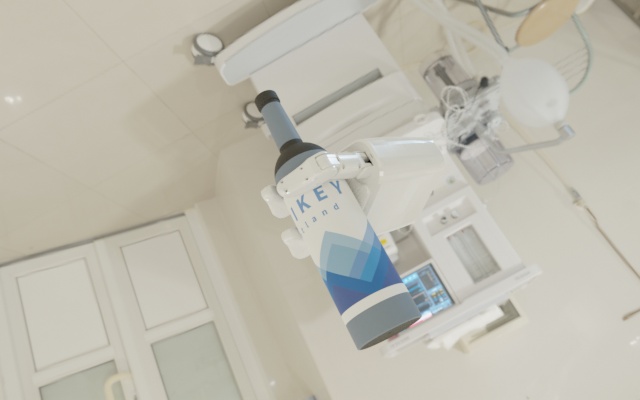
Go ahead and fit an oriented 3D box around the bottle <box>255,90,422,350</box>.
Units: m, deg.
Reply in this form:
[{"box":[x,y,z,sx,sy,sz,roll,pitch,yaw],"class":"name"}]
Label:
[{"box":[0.000,0.002,0.491,0.069,0.295,0.069,-23,-23,-11],"class":"bottle"}]
